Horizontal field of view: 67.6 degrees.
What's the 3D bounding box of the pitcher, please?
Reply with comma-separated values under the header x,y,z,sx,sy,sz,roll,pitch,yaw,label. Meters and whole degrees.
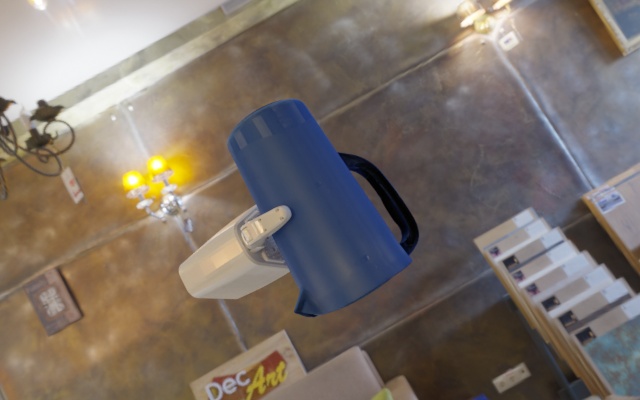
x,y,z,sx,sy,sz,roll,pitch,yaw,label
0.000,0.002,0.571,0.145,0.243,0.149,-33,-8,22,pitcher
